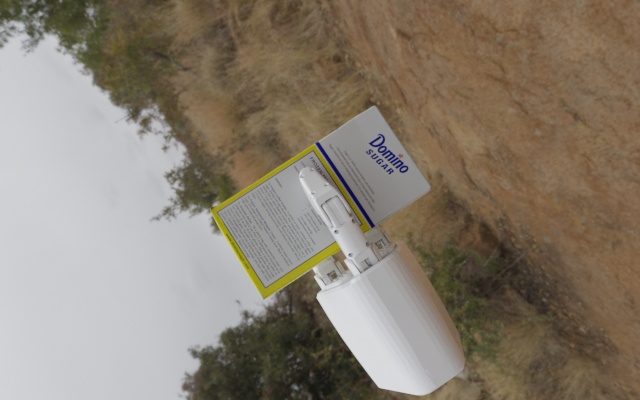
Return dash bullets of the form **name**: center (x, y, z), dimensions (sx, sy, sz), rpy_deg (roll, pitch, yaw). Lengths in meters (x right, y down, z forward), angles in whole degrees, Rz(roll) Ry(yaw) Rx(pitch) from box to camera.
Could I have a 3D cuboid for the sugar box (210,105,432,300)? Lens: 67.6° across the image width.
- **sugar box**: center (0.000, 0.002, 0.432), dimensions (0.176, 0.093, 0.048), rpy_deg (-32, -6, -7)
